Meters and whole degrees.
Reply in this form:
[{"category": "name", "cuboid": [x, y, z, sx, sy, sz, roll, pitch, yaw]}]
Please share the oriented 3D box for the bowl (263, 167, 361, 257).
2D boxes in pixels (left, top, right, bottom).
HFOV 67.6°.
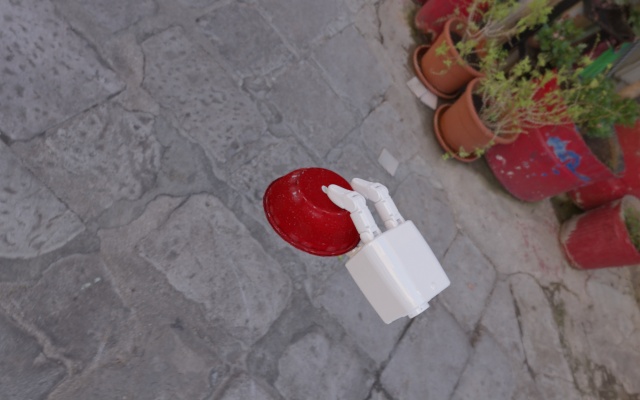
[{"category": "bowl", "cuboid": [-0.001, 0.001, 0.703, 0.162, 0.162, 0.055, 0, -41, -29]}]
